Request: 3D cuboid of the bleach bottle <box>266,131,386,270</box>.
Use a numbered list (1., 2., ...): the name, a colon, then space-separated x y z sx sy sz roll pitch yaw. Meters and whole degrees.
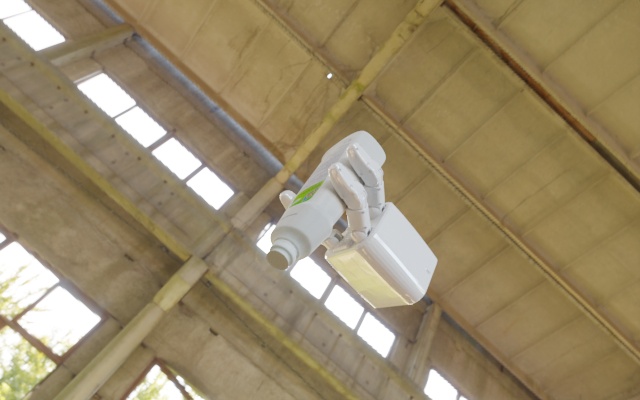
1. bleach bottle: 0.000 0.002 0.616 0.102 0.068 0.250 -34 12 41
